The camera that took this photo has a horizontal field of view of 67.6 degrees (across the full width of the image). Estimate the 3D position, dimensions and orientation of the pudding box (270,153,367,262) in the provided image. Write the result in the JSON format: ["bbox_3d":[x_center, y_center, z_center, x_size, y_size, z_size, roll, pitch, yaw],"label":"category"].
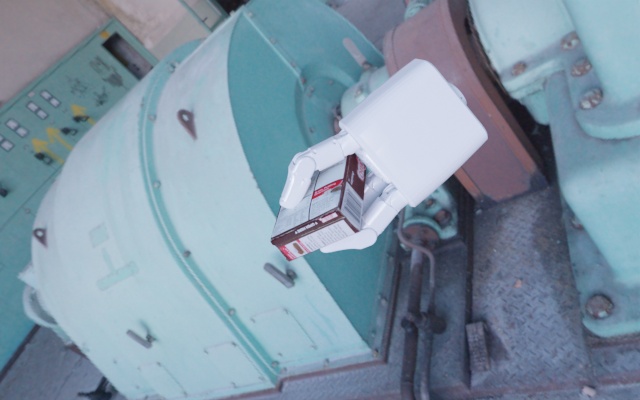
[{"bbox_3d":[0.000,0.002,0.510,0.090,0.039,0.113,-27,28,27],"label":"pudding box"}]
